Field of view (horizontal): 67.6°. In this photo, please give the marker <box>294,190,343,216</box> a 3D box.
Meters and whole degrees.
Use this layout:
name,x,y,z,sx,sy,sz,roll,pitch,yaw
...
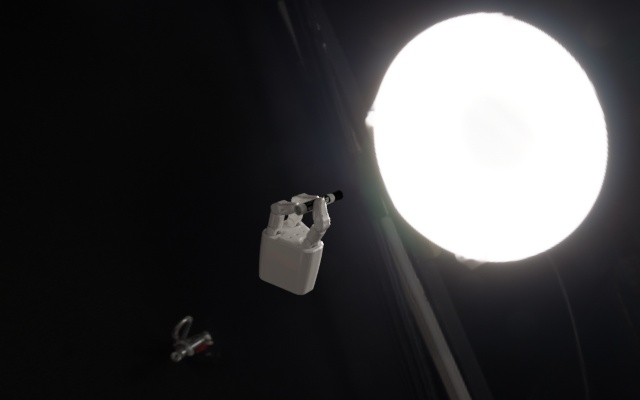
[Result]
name,x,y,z,sx,sy,sz,roll,pitch,yaw
marker,0.000,0.003,0.875,0.020,0.020,0.121,0,14,43
